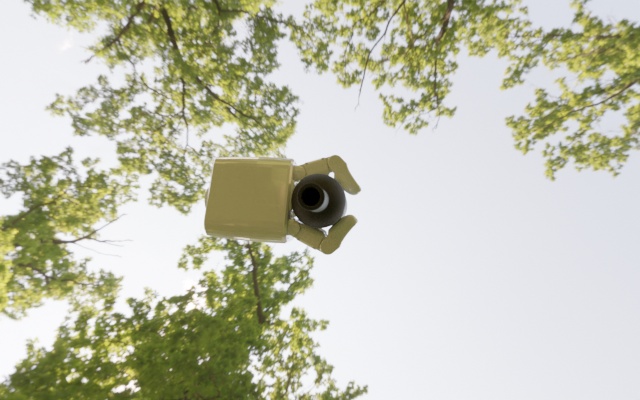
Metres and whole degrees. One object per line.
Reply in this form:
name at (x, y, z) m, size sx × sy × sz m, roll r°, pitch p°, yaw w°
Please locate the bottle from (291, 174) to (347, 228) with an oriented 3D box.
bottle at (0.000, 0.002, 0.613) m, size 0.069 × 0.069 × 0.296 m, roll 0°, pitch -2°, yaw 4°
